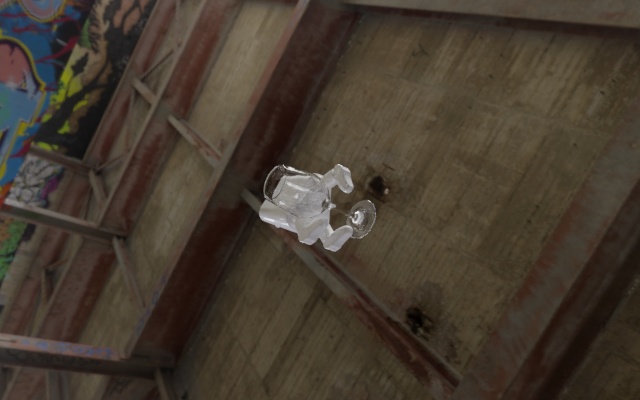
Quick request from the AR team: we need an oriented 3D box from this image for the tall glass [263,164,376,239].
[{"bbox_3d":[0.001,0.003,0.819,0.201,0.079,0.079,23,-14,-37],"label":"tall glass"}]
